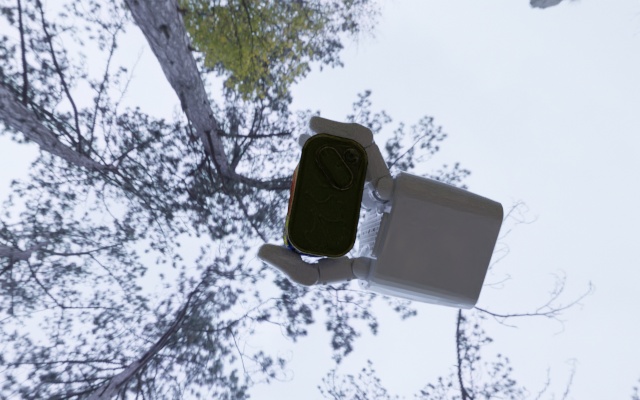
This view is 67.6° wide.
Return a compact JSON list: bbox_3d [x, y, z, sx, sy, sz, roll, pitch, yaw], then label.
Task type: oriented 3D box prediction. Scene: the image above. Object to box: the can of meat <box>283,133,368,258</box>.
[{"bbox_3d":[0.000,0.002,0.431,0.057,0.102,0.084,11,-11,-8],"label":"can of meat"}]
